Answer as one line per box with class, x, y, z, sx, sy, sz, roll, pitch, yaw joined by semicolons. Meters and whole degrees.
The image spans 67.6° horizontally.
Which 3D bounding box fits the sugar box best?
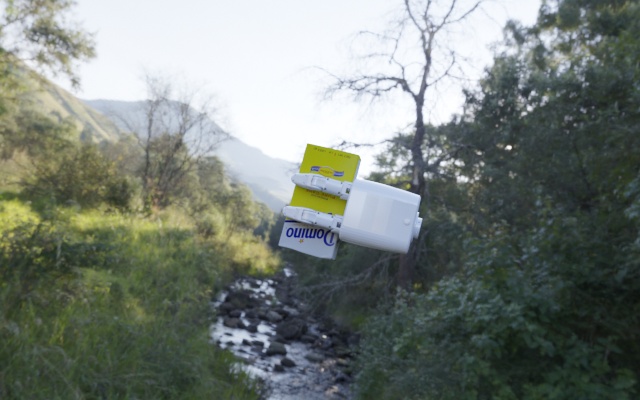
sugar box;0.000;0.002;0.782;0.093;0.176;0.048;14;-7;11
